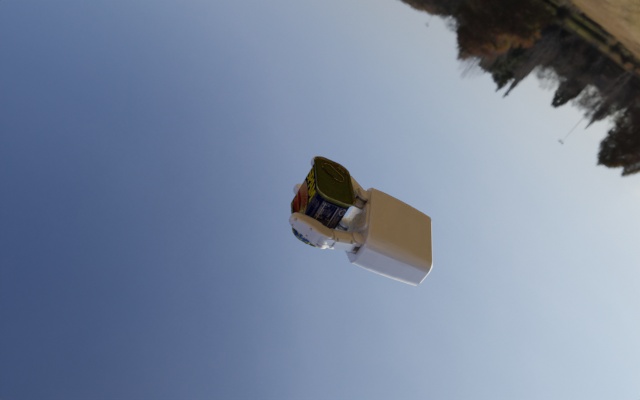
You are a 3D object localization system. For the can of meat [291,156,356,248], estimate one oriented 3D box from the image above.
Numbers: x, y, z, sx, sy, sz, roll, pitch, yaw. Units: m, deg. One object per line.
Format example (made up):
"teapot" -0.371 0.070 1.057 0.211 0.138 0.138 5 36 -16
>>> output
"can of meat" 0.000 0.002 0.661 0.057 0.084 0.102 21 31 -18
